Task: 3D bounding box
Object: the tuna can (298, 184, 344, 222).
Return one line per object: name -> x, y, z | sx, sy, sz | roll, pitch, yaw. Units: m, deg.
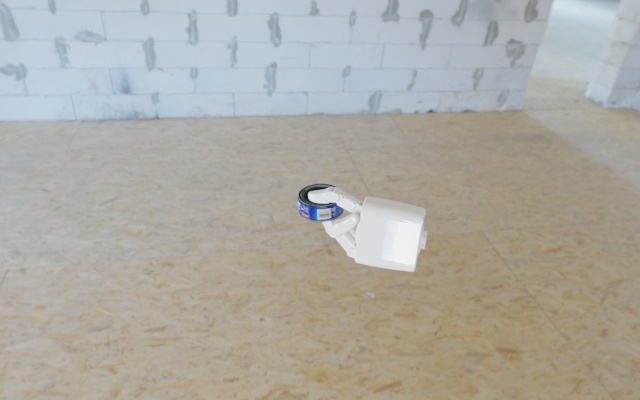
tuna can -> 0.000, 0.002, 0.883 | 0.086, 0.034, 0.086 | -1, 31, 1
